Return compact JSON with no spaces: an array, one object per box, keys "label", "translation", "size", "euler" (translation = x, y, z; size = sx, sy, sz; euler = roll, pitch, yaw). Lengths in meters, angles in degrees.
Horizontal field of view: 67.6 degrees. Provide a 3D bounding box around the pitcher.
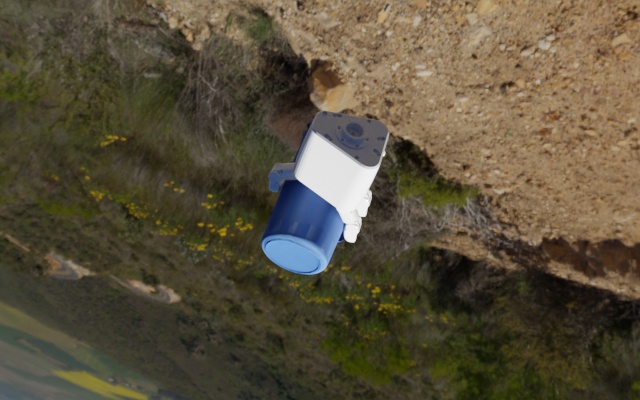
[{"label":"pitcher","translation":[0.000,0.002,0.796],"size":[0.149,0.242,0.145],"euler":[24,-36,-2]}]
